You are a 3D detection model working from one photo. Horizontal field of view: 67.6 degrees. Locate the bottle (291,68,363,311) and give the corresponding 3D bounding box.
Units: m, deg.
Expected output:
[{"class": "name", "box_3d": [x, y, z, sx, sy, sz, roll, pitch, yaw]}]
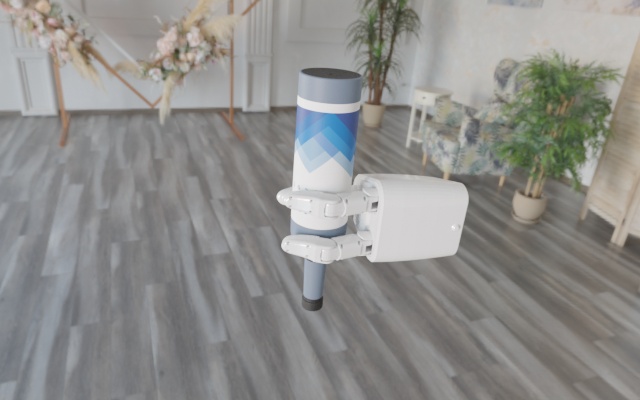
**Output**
[{"class": "bottle", "box_3d": [0.000, 0.002, 0.555, 0.069, 0.296, 0.069, 4, 25, -2]}]
